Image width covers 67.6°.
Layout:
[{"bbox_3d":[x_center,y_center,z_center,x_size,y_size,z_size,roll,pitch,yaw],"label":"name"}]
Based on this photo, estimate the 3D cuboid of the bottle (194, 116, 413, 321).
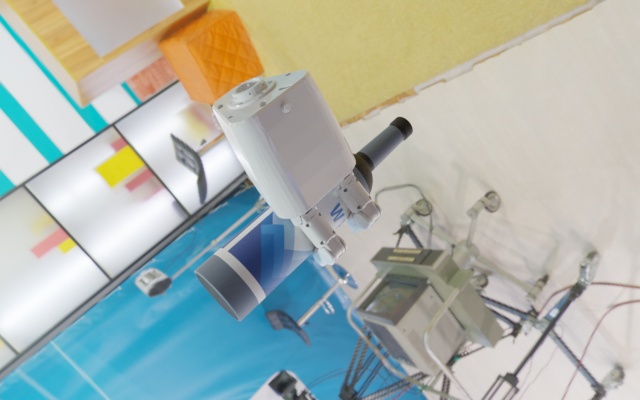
[{"bbox_3d":[0.000,0.002,0.518,0.295,0.069,0.069,-42,19,-22],"label":"bottle"}]
